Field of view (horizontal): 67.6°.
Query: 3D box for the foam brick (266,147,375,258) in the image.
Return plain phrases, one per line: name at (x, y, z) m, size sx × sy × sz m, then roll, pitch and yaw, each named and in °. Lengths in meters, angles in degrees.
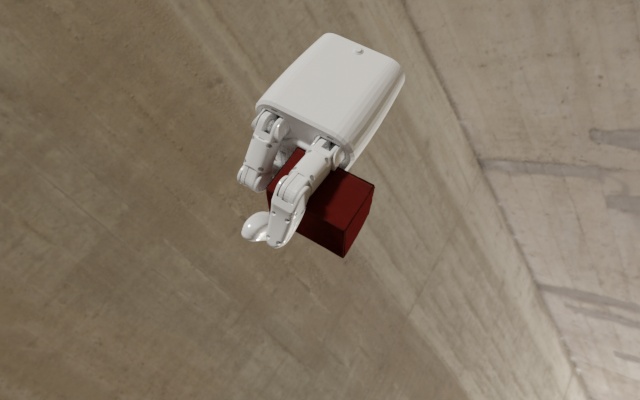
foam brick at (0.000, 0.002, 0.408) m, size 0.078 × 0.051 × 0.053 m, roll 28°, pitch -27°, yaw 15°
